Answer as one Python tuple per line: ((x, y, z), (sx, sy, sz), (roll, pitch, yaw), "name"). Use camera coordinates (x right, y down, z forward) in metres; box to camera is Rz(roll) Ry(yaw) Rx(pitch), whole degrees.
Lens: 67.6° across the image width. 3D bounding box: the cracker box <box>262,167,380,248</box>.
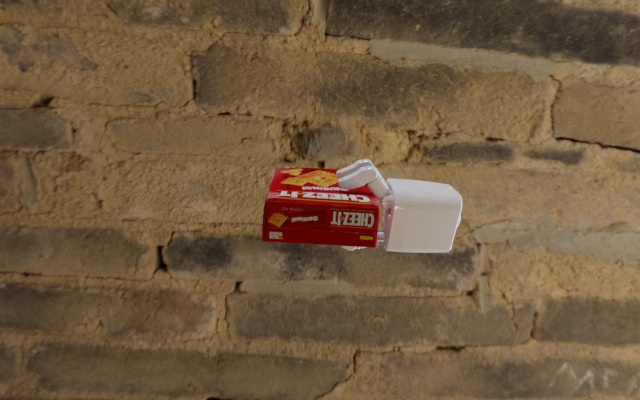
((0.000, 0.003, 0.764), (0.164, 0.072, 0.213), (3, 16, -1), "cracker box")
